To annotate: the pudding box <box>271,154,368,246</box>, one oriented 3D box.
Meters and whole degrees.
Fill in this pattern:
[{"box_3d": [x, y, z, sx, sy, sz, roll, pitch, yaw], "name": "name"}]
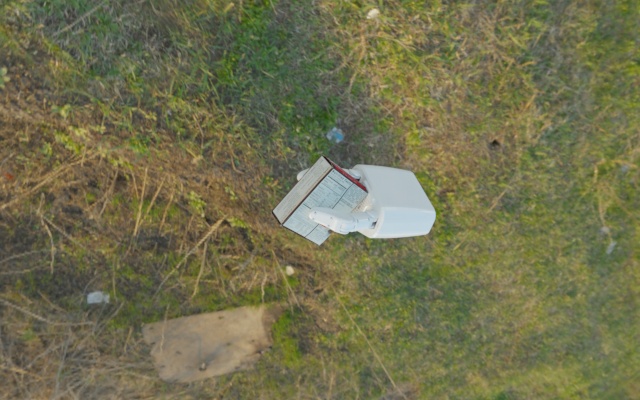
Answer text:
[{"box_3d": [0.000, 0.002, 0.677, 0.090, 0.113, 0.039, 33, 12, -43], "name": "pudding box"}]
